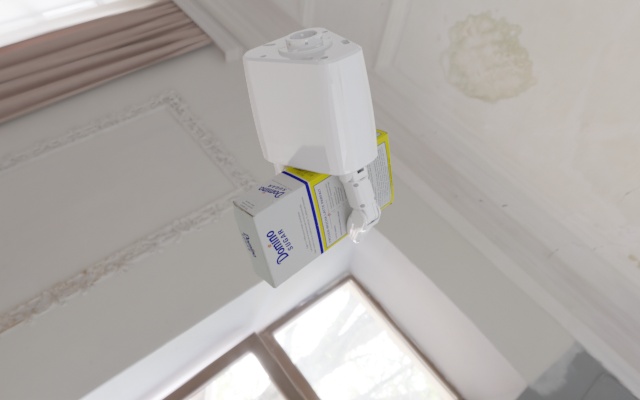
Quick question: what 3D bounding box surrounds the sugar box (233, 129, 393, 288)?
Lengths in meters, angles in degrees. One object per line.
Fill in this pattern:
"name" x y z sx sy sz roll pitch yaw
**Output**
"sugar box" 0.000 0.001 0.492 0.176 0.093 0.048 -31 39 -27
